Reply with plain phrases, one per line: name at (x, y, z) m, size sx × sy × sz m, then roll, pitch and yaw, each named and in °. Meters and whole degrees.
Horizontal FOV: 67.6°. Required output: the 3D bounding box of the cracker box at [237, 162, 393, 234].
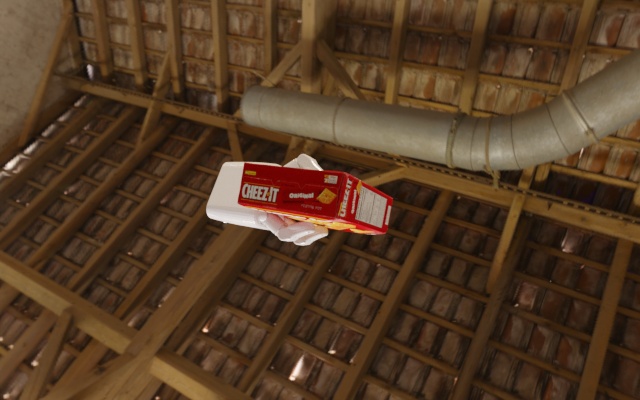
cracker box at (0.000, 0.002, 0.744) m, size 0.164 × 0.072 × 0.214 m, roll 7°, pitch -5°, yaw 27°
